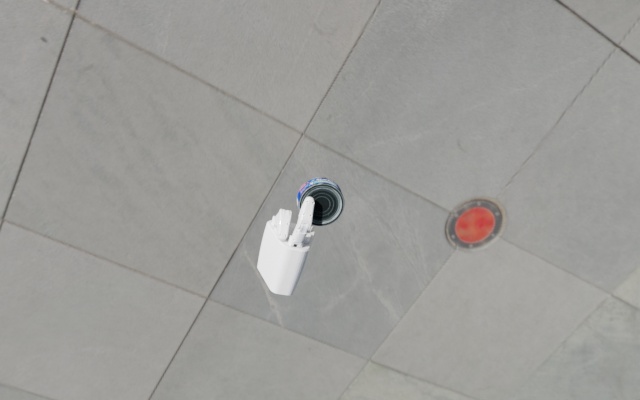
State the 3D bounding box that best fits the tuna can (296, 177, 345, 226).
[{"bbox_3d":[0.000,0.003,0.870,0.086,0.086,0.033,0,21,-7],"label":"tuna can"}]
